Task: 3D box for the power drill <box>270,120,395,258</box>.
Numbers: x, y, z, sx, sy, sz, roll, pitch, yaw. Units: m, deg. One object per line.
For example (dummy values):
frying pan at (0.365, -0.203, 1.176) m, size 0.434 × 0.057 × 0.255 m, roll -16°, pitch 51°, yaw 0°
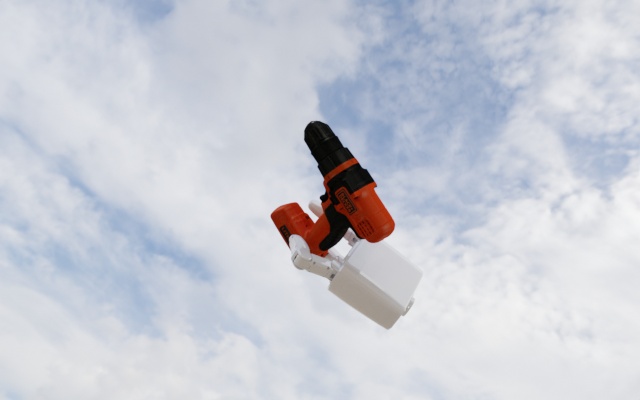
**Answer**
power drill at (0.000, 0.003, 0.683) m, size 0.057 × 0.184 × 0.188 m, roll -25°, pitch -10°, yaw -40°
